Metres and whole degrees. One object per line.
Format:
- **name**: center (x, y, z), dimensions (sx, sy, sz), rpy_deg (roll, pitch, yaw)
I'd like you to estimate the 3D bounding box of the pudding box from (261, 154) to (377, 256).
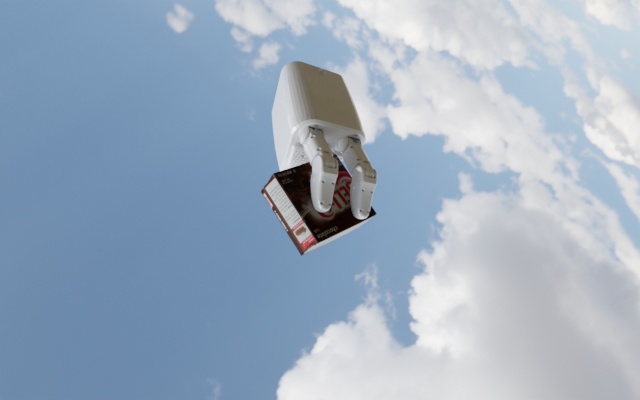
- **pudding box**: center (0.000, 0.002, 0.545), dimensions (0.113, 0.090, 0.039), rpy_deg (-23, -16, -45)
